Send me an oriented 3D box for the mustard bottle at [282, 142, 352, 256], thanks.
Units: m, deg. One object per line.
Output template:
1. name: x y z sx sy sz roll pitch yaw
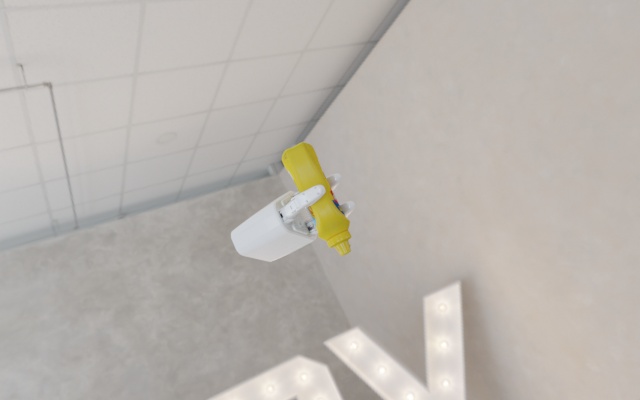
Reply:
1. mustard bottle: 0.000 0.002 0.793 0.058 0.191 0.096 -25 -11 -2
